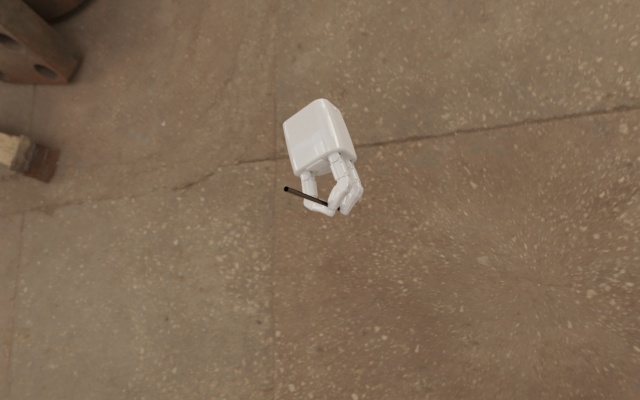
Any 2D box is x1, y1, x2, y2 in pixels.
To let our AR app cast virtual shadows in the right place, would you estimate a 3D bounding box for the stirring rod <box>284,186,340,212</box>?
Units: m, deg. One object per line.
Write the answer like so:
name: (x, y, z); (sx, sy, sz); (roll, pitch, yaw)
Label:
stirring rod: (0.000, 0.003, 0.791); (0.011, 0.011, 0.239); (0, -9, 25)
